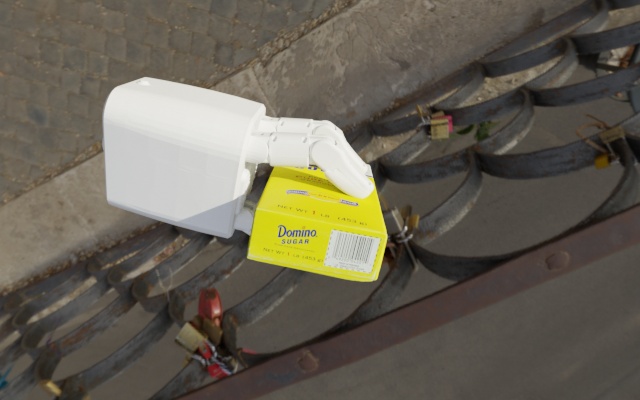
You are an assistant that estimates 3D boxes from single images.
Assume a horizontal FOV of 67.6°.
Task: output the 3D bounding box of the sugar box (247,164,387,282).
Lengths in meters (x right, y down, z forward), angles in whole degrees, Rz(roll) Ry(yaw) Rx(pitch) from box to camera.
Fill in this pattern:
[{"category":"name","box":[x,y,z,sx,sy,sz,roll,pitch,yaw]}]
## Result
[{"category":"sugar box","box":[0.000,0.001,0.403,0.093,0.048,0.176,12,22,-3]}]
